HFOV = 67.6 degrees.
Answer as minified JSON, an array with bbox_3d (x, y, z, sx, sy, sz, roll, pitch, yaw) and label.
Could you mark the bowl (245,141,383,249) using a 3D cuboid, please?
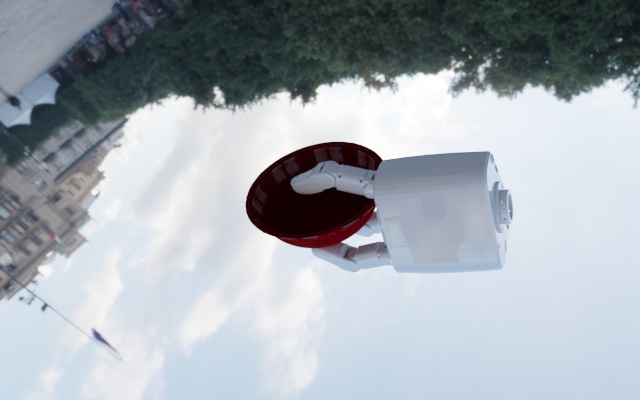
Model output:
[{"bbox_3d":[-0.001,0.002,0.540,0.162,0.055,0.162,-11,40,9],"label":"bowl"}]
